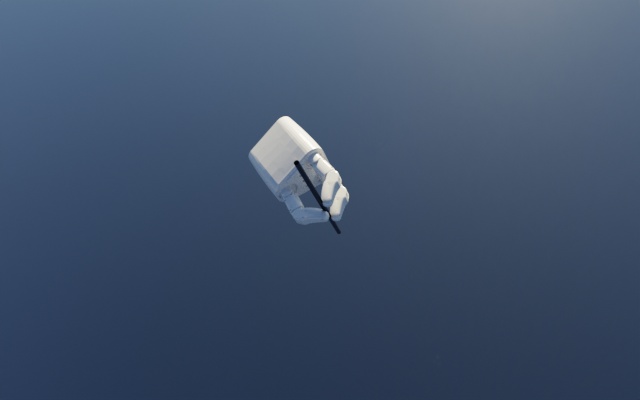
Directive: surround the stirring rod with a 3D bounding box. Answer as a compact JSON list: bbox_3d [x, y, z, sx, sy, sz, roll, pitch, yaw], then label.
[{"bbox_3d":[0.000,0.003,0.755,0.011,0.011,0.240,0,-27,18],"label":"stirring rod"}]
